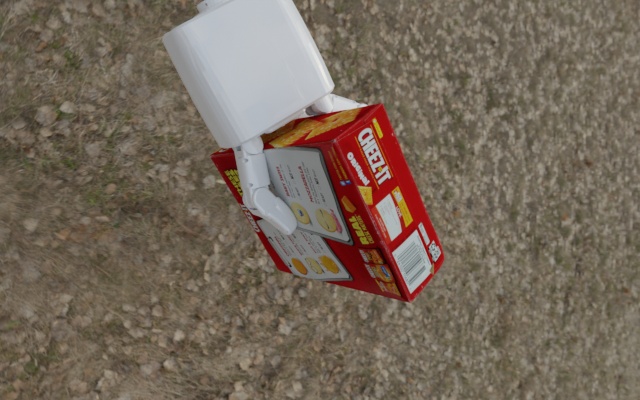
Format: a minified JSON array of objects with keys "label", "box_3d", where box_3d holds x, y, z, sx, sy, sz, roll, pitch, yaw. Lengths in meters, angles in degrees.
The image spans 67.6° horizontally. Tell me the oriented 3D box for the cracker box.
[{"label":"cracker box","box_3d":[0.000,0.002,0.479,0.072,0.164,0.213,-40,24,-30]}]
